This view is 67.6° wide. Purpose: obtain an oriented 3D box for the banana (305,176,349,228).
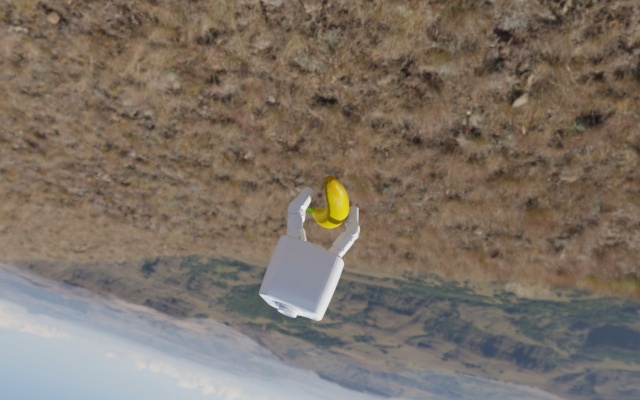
[{"bbox_3d":[0.016,0.012,0.821,0.069,0.037,0.198,28,-21,-4],"label":"banana"}]
